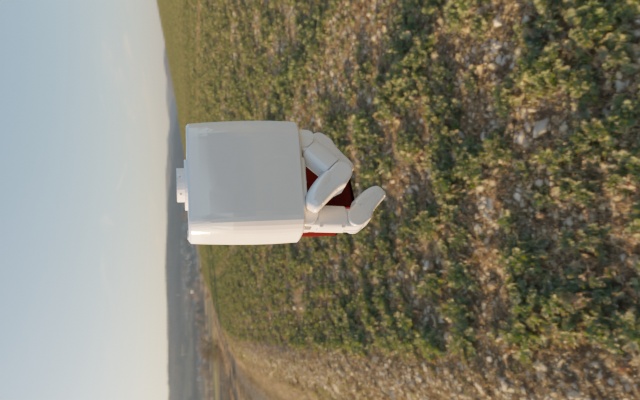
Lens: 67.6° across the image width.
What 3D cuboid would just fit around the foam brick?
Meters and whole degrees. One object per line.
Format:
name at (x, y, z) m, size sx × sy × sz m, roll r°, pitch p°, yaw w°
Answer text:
foam brick at (0.000, 0.002, 0.532) m, size 0.051 × 0.053 × 0.078 m, roll -3°, pitch -27°, yaw -16°
